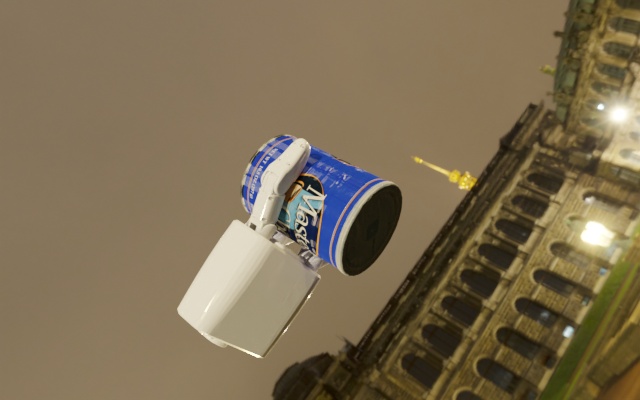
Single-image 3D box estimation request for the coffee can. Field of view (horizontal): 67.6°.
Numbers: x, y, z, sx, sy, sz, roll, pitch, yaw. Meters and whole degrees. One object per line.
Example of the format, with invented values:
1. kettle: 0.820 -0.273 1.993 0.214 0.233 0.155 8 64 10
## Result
1. coffee can: 0.000 0.002 0.507 0.140 0.103 0.103 29 16 31
